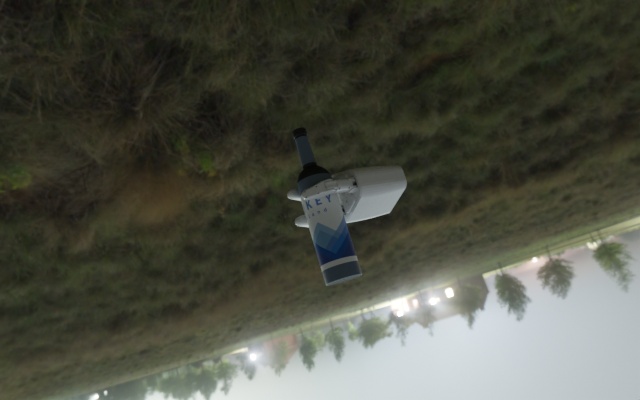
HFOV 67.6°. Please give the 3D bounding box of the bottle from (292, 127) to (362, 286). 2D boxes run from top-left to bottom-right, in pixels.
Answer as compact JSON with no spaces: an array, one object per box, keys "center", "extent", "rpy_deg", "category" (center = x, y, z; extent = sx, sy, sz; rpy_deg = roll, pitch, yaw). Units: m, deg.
[{"center":[0.000,0.003,0.870],"extent":[0.069,0.295,0.069],"rpy_deg":[-16,-15,-4],"category":"bottle"}]
